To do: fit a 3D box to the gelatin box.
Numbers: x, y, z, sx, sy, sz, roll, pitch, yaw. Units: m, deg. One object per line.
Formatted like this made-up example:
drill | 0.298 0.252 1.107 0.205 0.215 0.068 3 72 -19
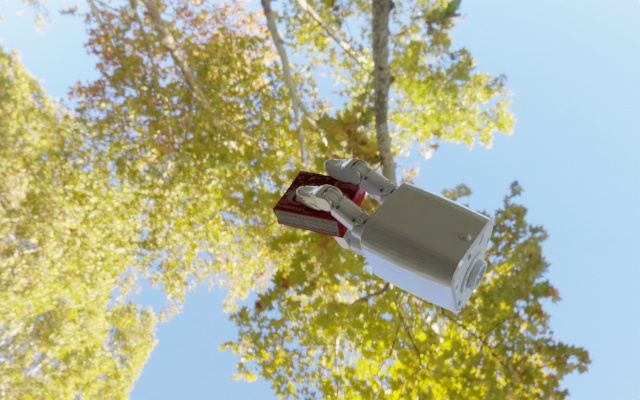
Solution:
gelatin box | 0.000 0.002 0.570 0.089 0.030 0.073 10 46 26
